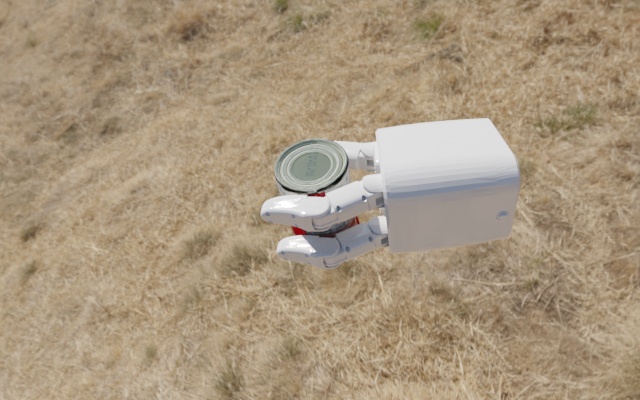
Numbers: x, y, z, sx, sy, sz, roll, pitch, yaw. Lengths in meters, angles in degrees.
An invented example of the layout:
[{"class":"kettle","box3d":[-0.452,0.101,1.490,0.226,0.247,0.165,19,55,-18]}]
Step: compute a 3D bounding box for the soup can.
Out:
[{"class":"soup can","box3d":[0.000,0.001,0.447,0.068,0.068,0.102,0,-41,13]}]
